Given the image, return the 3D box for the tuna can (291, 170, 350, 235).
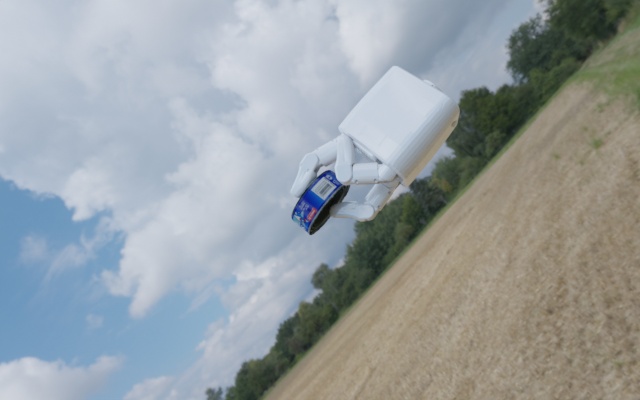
[{"bbox_3d":[0.000,0.002,0.630,0.033,0.086,0.086,38,9,12],"label":"tuna can"}]
